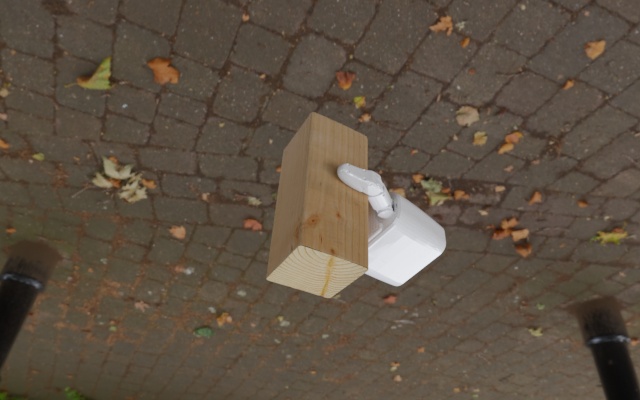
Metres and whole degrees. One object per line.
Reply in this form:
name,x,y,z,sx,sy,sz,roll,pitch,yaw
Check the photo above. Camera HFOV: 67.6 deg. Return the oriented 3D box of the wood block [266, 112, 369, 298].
wood block,0.001,0.002,0.601,0.090,0.206,0.091,21,-41,-22
